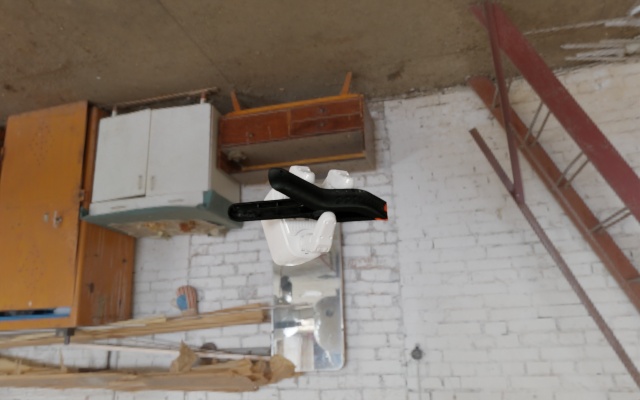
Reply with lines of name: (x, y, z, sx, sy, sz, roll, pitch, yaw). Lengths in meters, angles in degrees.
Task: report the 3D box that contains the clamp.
clamp: (0.001, 0.003, 0.605, 0.210, 0.036, 0.164, 4, -17, -20)
